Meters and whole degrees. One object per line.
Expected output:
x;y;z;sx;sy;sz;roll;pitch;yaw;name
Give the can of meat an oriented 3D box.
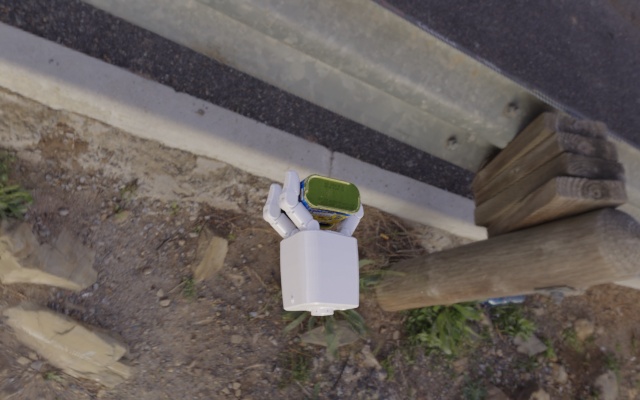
0.000;0.002;0.742;0.102;0.057;0.084;10;-22;-27;can of meat
